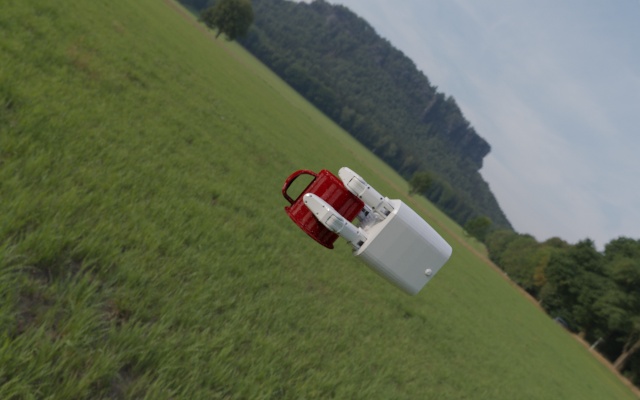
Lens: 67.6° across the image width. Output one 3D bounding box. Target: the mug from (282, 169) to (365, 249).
[{"bbox_3d":[-0.001,0.001,0.682,0.117,0.081,0.093,39,6,-13],"label":"mug"}]
